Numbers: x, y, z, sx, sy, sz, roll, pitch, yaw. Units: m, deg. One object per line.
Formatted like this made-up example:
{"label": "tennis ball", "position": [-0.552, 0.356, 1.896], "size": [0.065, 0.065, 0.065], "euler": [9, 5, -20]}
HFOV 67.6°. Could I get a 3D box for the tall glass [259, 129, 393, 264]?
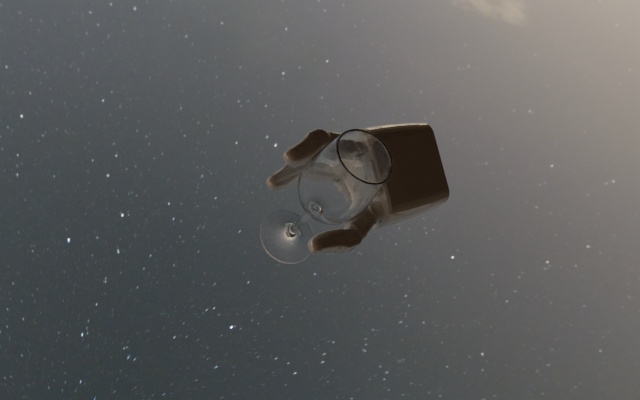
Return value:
{"label": "tall glass", "position": [0.000, 0.002, 0.530], "size": [0.079, 0.079, 0.201], "euler": [0, -26, -28]}
